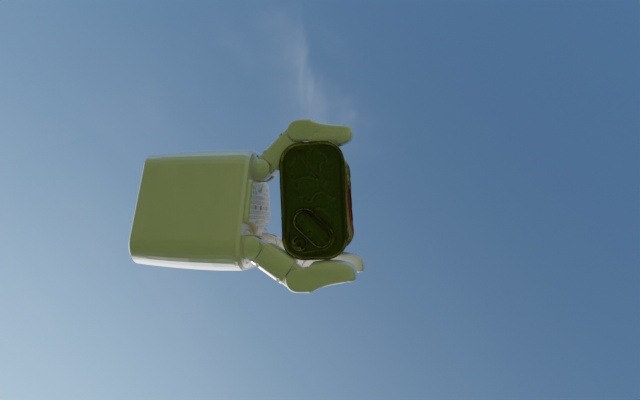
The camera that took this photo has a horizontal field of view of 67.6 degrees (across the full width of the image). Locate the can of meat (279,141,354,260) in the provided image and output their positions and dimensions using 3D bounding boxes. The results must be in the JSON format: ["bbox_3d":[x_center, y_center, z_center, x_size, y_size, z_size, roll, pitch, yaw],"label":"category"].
[{"bbox_3d":[0.000,0.001,0.447,0.057,0.102,0.084,-3,-3,9],"label":"can of meat"}]
